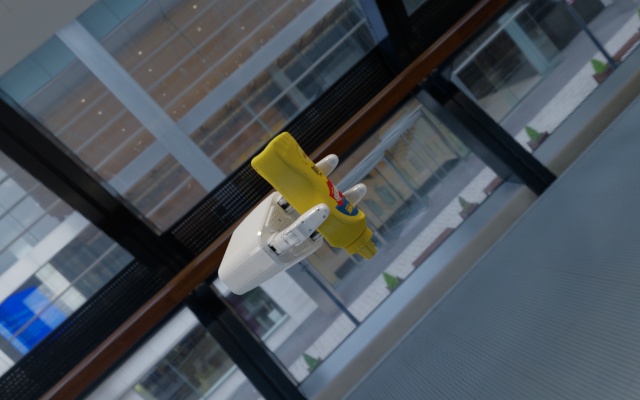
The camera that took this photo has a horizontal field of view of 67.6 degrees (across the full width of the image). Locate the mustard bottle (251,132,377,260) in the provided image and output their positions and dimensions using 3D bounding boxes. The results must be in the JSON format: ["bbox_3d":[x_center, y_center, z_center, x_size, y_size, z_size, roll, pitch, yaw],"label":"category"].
[{"bbox_3d":[0.000,0.002,0.602,0.058,0.191,0.096,-42,7,12],"label":"mustard bottle"}]
